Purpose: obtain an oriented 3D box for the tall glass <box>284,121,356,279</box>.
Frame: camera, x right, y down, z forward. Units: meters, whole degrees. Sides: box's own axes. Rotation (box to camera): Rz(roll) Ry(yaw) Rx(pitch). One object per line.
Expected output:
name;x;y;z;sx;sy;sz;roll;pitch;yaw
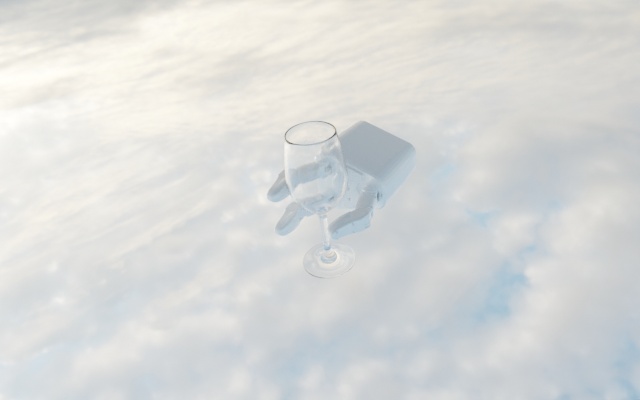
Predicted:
tall glass;0.000;0.003;0.610;0.079;0.201;0.079;-6;35;4
